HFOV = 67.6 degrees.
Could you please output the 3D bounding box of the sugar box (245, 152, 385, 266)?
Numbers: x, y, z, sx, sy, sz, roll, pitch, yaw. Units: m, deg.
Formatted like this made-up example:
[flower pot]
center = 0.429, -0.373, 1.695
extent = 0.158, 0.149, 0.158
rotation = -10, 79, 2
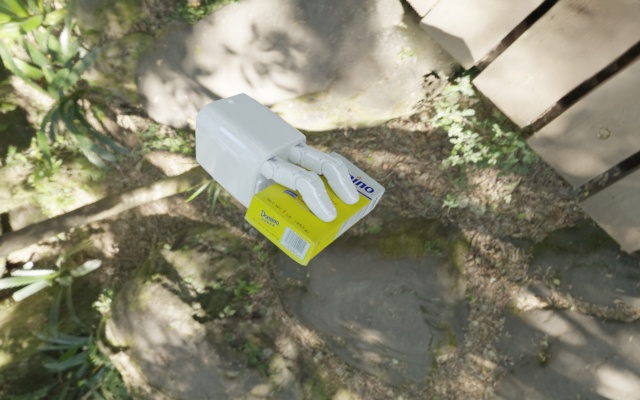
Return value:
[sugar box]
center = 0.000, 0.002, 0.594
extent = 0.093, 0.048, 0.176
rotation = 38, 40, 14
